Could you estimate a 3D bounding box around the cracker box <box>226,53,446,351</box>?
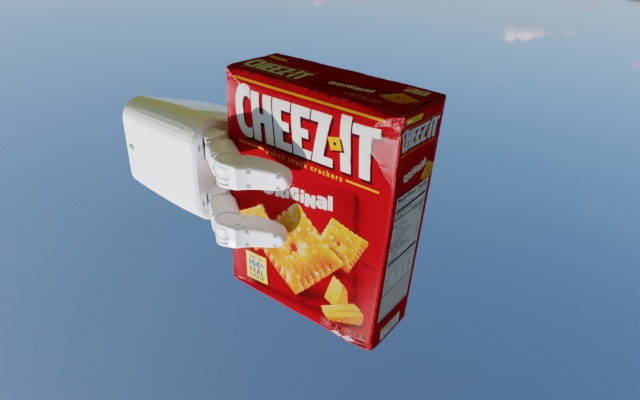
[{"bbox_3d":[0.000,0.001,0.407,0.164,0.214,0.072,23,35,29],"label":"cracker box"}]
